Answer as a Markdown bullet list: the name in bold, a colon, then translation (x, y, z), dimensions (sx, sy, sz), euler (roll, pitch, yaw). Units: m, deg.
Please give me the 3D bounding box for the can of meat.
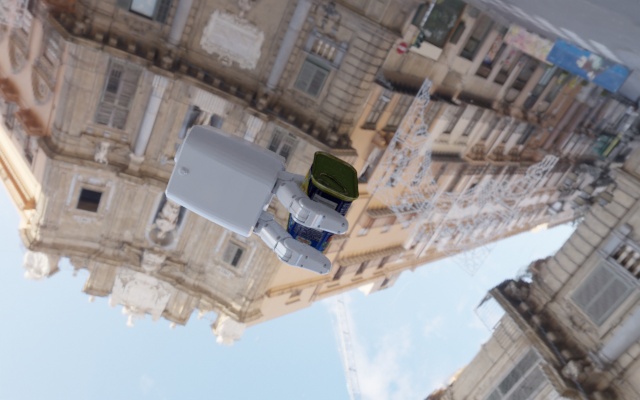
- **can of meat**: translation (0.000, 0.002, 0.561), dimensions (0.057, 0.084, 0.102), euler (24, 24, -9)
